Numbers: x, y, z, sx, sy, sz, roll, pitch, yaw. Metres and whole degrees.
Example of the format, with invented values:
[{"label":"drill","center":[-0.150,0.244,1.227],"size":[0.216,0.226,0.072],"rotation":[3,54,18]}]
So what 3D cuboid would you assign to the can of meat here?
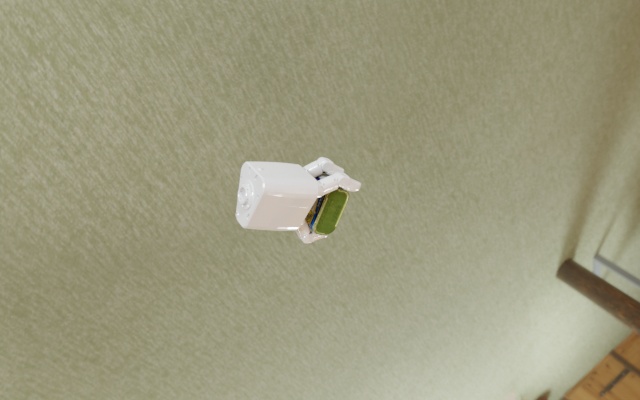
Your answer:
[{"label":"can of meat","center":[0.000,0.003,0.891],"size":[0.057,0.102,0.084],"rotation":[7,24,-37]}]
